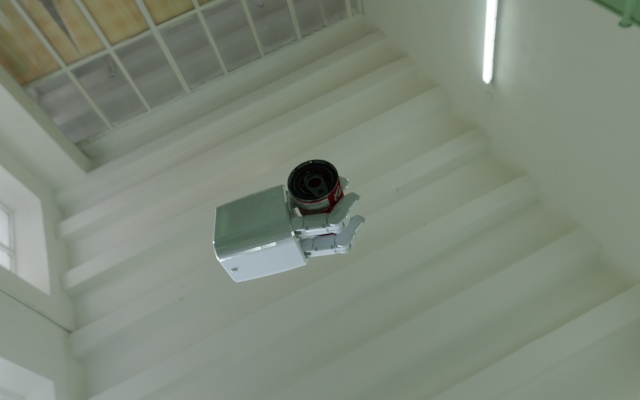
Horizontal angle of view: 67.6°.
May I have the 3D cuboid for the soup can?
[{"bbox_3d":[0.001,0.002,0.655,0.068,0.068,0.102,0,-36,15],"label":"soup can"}]
